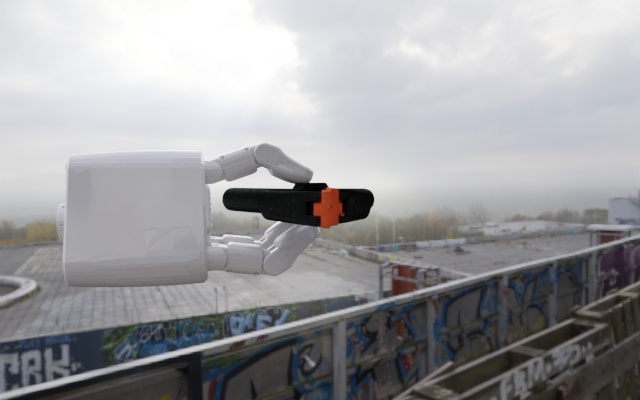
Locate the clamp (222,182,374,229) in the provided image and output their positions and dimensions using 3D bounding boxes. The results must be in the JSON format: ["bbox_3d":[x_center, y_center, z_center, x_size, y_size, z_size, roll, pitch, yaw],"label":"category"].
[{"bbox_3d":[0.000,0.001,0.438,0.164,0.036,0.210,-1,2,-16],"label":"clamp"}]
